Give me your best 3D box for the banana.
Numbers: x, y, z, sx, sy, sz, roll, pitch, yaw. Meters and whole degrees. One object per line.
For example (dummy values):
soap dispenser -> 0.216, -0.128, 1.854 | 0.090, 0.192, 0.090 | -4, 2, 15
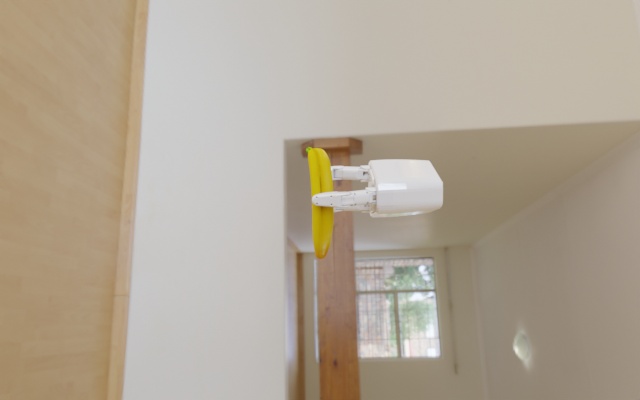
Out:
banana -> 0.002, -0.005, 0.786 | 0.037, 0.197, 0.070 | -2, -14, -6
